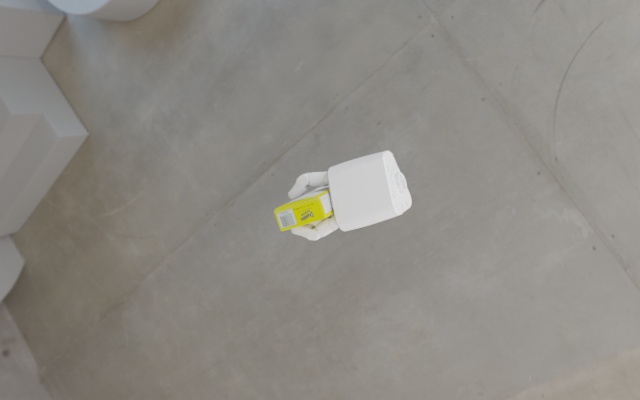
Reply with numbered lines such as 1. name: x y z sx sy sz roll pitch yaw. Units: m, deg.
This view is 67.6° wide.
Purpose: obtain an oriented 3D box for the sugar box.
1. sugar box: 0.000 0.003 0.862 0.093 0.048 0.176 -16 4 29
